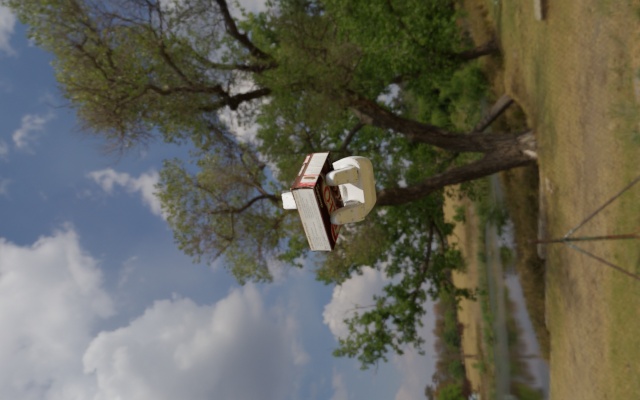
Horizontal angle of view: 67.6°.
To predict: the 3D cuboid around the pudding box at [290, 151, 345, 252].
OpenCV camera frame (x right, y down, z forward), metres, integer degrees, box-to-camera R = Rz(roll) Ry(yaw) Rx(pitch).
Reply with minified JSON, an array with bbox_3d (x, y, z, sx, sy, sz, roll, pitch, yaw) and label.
[{"bbox_3d":[0.000,0.002,0.671,0.039,0.114,0.090,-6,35,20],"label":"pudding box"}]
